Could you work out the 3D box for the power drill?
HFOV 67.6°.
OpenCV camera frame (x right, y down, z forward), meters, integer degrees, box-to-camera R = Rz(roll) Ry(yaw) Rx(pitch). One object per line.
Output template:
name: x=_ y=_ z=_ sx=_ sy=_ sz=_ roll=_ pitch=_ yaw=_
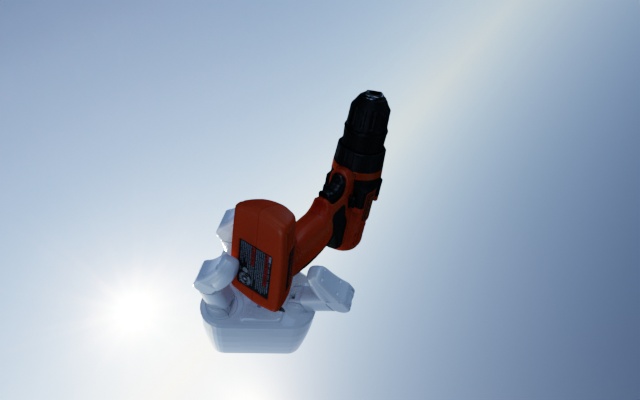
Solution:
power drill: x=0.000 y=0.002 z=0.447 sx=0.057 sy=0.185 sz=0.187 roll=26 pitch=37 yaw=25
